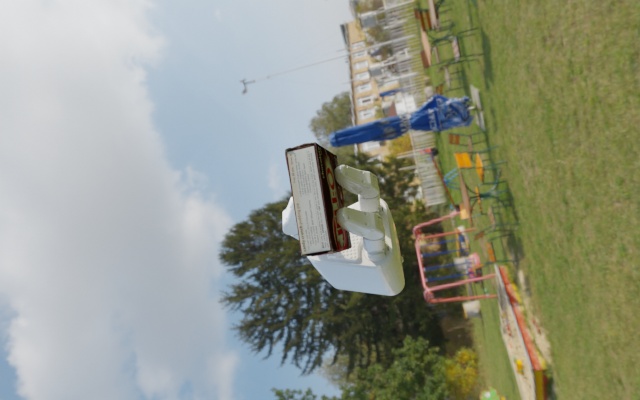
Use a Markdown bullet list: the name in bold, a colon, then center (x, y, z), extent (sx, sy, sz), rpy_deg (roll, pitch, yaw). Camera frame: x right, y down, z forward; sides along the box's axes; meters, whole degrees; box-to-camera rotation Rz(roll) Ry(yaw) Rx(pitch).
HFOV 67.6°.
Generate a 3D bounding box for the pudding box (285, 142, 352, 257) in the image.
- **pudding box**: center (0.000, 0.002, 0.511), extent (0.039, 0.113, 0.090), rpy_deg (-13, -6, 13)
